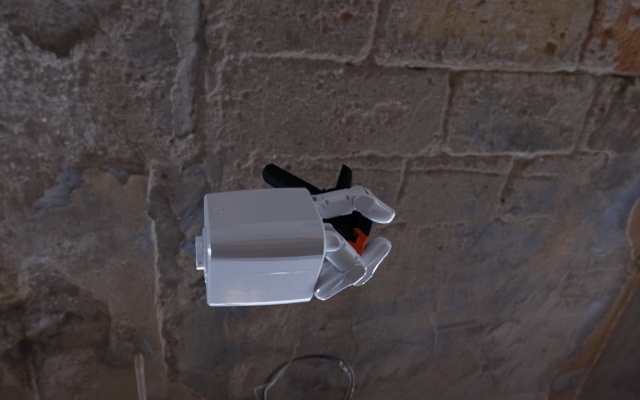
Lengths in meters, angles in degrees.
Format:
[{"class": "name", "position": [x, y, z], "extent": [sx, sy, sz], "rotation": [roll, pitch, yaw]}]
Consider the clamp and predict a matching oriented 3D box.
[{"class": "clamp", "position": [0.000, 0.002, 0.554], "extent": [0.120, 0.039, 0.171], "rotation": [-2, 31, -15]}]
